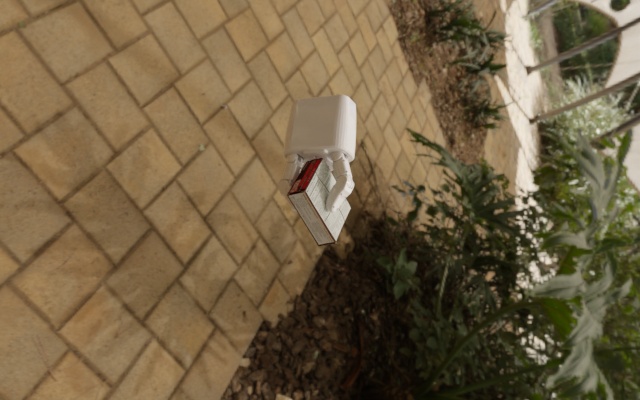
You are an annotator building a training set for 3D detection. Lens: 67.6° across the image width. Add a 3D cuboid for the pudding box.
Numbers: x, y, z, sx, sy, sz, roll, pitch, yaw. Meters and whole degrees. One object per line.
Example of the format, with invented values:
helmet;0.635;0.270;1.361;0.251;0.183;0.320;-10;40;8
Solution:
pudding box;0.000;0.002;0.765;0.039;0.113;0.090;-12;33;33
